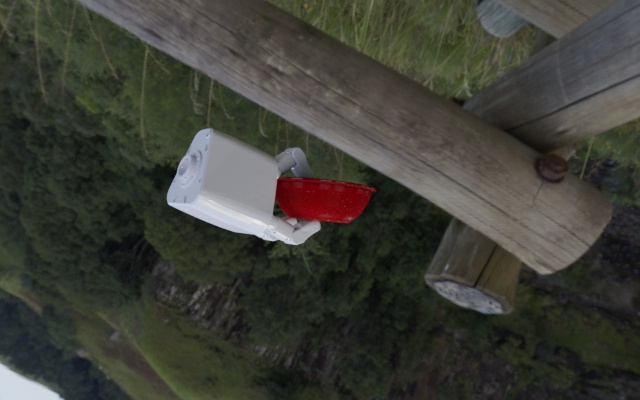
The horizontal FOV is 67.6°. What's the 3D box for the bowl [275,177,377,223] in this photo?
[{"bbox_3d":[0.001,0.003,0.708,0.162,0.055,0.162,5,-3,0],"label":"bowl"}]
